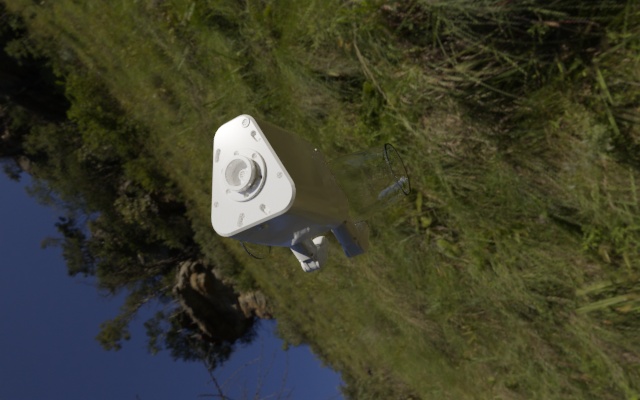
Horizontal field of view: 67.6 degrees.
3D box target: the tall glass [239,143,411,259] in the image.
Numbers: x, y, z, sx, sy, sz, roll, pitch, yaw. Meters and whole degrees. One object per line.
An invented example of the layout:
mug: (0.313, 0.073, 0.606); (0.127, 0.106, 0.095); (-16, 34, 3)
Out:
tall glass: (0.000, 0.002, 0.554); (0.201, 0.079, 0.079); (-23, -9, 23)
